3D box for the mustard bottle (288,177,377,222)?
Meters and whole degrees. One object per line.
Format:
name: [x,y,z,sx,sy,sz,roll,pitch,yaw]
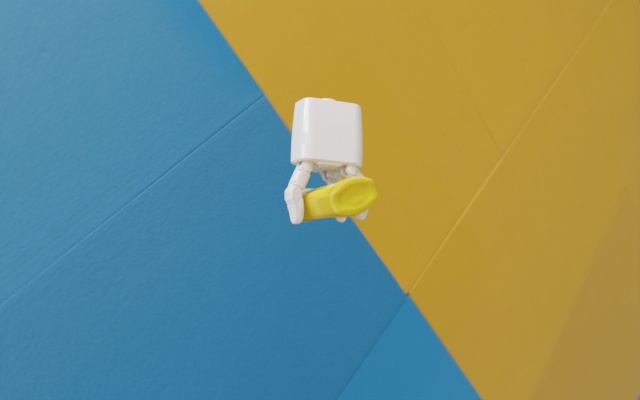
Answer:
mustard bottle: [0.000,0.003,0.806,0.096,0.058,0.191,-22,7,-35]
